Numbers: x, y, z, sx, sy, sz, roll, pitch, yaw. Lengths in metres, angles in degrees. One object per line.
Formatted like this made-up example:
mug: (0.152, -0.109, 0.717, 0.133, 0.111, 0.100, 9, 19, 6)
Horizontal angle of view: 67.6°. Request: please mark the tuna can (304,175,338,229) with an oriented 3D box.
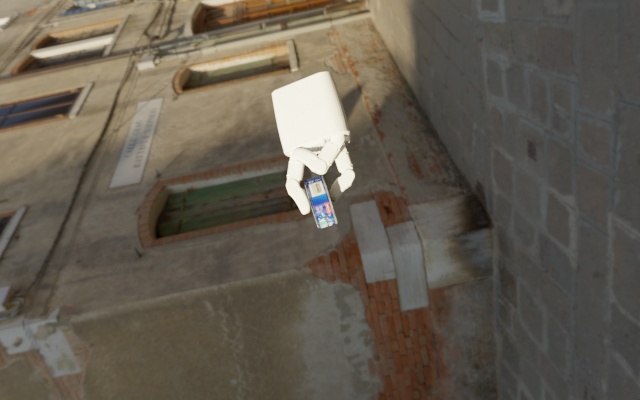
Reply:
tuna can: (0.000, 0.003, 0.793, 0.034, 0.086, 0.086, -17, 0, 0)
